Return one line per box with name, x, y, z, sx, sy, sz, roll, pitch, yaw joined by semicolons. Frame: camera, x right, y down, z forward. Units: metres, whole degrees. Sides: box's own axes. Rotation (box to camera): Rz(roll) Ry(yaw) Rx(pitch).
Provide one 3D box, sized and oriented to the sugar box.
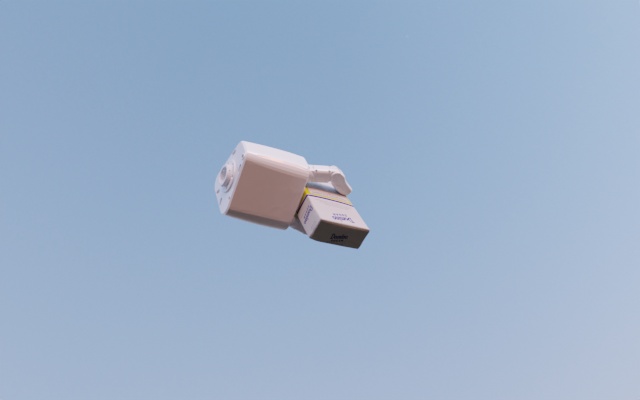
sugar box;0.000;0.003;0.767;0.093;0.048;0.176;14;30;-31
